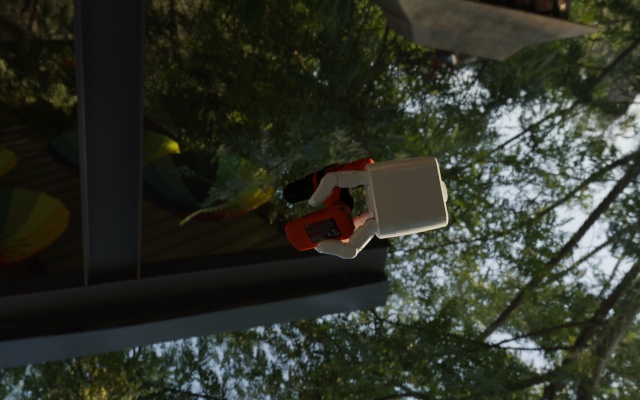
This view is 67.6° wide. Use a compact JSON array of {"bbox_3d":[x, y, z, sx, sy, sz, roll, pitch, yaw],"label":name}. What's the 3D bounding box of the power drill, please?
[{"bbox_3d":[0.000,0.003,0.805,0.184,0.057,0.187,-18,28,23],"label":"power drill"}]
